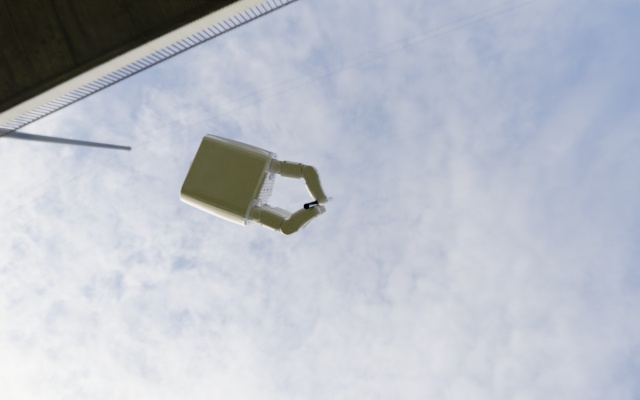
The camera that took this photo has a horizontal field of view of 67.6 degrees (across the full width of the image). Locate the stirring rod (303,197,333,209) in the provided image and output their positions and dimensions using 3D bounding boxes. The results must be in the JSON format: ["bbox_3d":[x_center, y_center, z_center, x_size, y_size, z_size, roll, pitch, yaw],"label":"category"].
[{"bbox_3d":[0.000,0.002,0.721,0.011,0.011,0.239,0,2,9],"label":"stirring rod"}]
